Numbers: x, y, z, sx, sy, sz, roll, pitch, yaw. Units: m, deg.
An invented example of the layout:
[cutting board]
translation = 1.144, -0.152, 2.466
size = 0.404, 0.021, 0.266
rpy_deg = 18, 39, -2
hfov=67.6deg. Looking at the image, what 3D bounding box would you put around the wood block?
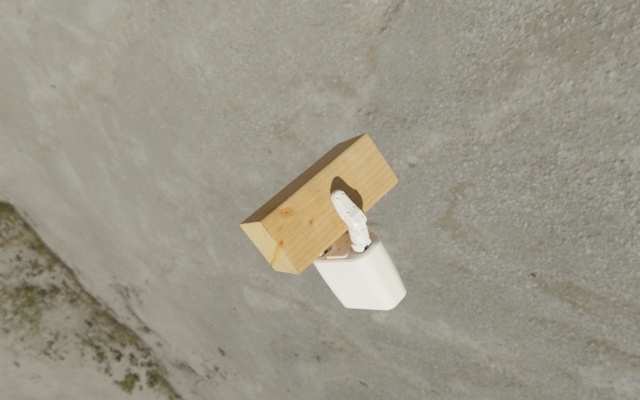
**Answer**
[wood block]
translation = 0.000, 0.003, 0.687
size = 0.206, 0.090, 0.091
rpy_deg = -41, 14, -23
